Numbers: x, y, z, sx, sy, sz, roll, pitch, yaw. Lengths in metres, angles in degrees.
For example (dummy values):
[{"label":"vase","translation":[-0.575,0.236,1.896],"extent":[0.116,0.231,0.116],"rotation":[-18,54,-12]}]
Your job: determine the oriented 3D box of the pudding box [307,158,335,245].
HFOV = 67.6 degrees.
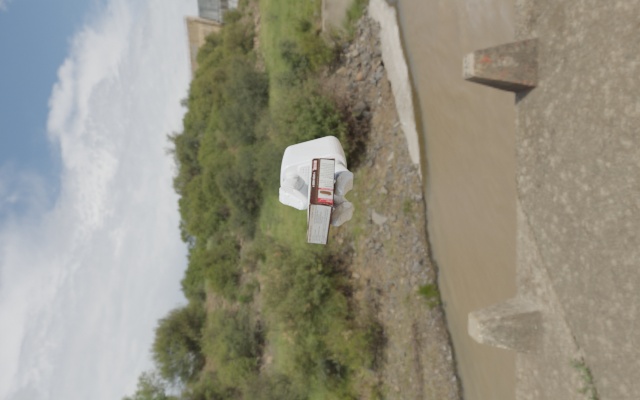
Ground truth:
[{"label":"pudding box","translation":[0.000,0.002,0.739],"extent":[0.039,0.090,0.114],"rotation":[2,-35,0]}]
